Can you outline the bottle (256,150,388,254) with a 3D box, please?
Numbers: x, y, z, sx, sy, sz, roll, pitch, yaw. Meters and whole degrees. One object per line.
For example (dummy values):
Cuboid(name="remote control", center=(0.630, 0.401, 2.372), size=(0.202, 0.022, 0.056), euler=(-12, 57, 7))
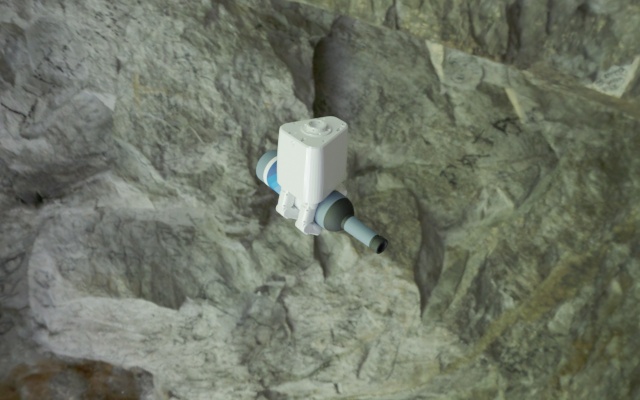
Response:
Cuboid(name="bottle", center=(0.000, 0.003, 0.837), size=(0.295, 0.069, 0.069), euler=(36, 23, 35))
